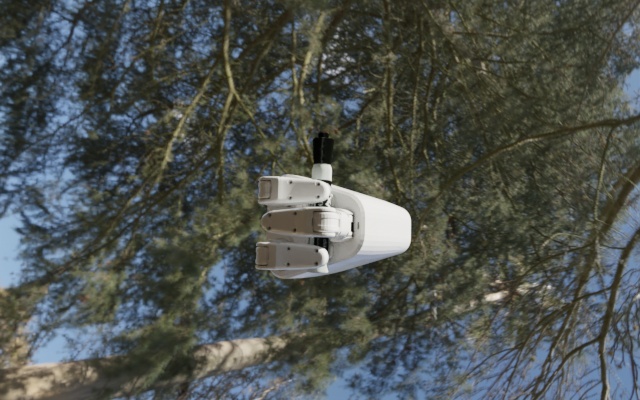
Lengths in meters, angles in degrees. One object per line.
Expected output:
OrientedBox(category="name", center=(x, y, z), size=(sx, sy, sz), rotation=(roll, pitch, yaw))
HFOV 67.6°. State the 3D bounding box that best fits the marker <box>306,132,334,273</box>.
OrientedBox(category="marker", center=(0.000, 0.001, 0.412), size=(0.020, 0.121, 0.020), rotation=(2, -5, 0))
